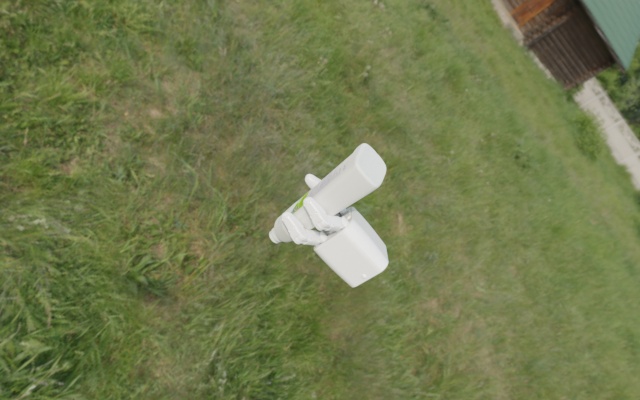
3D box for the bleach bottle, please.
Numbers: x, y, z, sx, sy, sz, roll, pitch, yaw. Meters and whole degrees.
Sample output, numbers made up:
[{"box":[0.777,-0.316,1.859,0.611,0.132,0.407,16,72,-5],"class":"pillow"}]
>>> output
[{"box":[0.000,0.003,0.864,0.251,0.068,0.102,-36,13,31],"class":"bleach bottle"}]
